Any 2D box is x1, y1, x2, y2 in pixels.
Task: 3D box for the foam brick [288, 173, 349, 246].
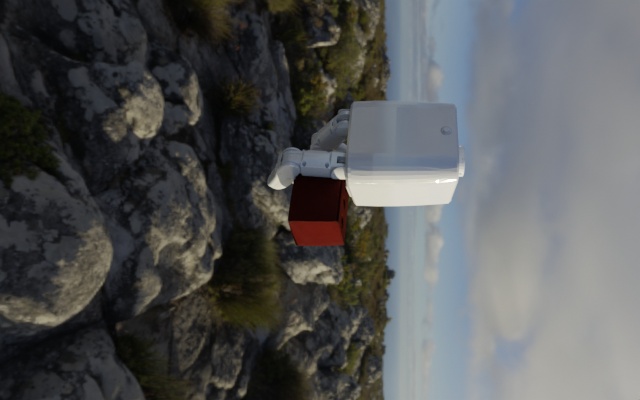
[{"bbox_3d":[0.000,0.002,0.492,0.051,0.078,0.053,1,-31,9],"label":"foam brick"}]
